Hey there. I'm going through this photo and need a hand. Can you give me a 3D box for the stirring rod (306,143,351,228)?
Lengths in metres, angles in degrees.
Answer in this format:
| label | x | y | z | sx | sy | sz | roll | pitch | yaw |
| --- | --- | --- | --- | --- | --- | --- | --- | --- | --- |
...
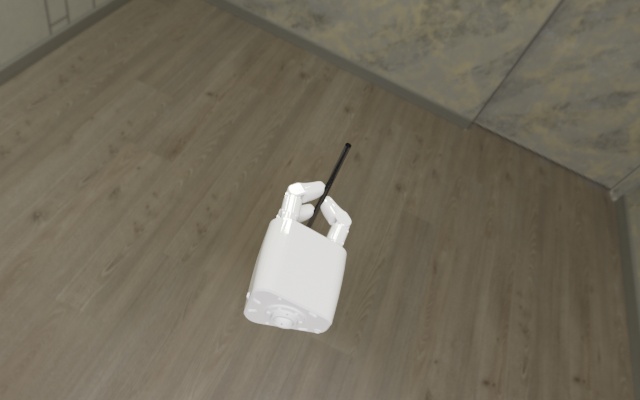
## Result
| label | x | y | z | sx | sy | sz | roll | pitch | yaw |
| --- | --- | --- | --- | --- | --- | --- | --- | --- | --- |
| stirring rod | 0.000 | 0.002 | 0.684 | 0.011 | 0.011 | 0.240 | 0 | -36 | -21 |
